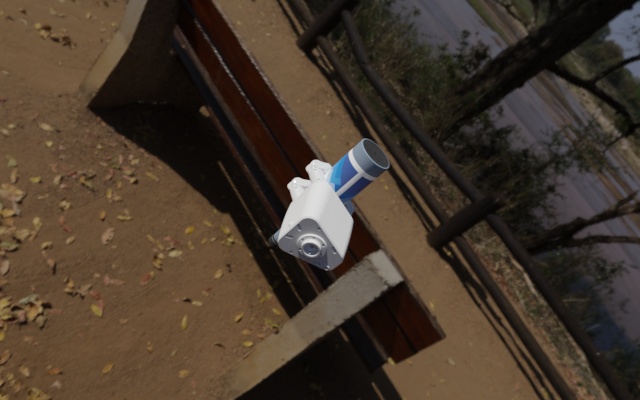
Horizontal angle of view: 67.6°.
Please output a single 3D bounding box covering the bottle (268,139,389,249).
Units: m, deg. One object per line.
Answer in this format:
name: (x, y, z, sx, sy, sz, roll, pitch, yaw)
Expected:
bottle: (0.000, 0.003, 0.894, 0.296, 0.069, 0.069, -41, -24, 31)
